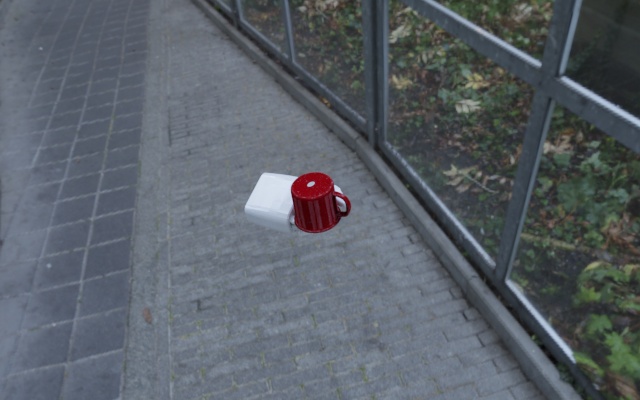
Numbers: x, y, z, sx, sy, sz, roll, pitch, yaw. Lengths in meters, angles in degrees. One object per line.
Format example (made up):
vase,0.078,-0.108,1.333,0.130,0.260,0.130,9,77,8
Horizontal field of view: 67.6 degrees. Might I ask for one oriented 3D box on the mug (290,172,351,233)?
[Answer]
mug,0.001,0.003,0.892,0.117,0.082,0.093,9,44,22
